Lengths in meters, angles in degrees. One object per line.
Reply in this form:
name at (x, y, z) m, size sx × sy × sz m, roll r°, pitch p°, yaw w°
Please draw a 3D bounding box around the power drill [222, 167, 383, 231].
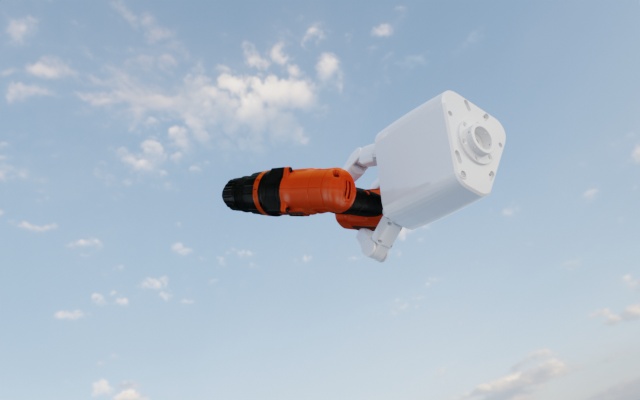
power drill at (0.001, 0.002, 0.575) m, size 0.184 × 0.057 × 0.188 m, roll 1°, pitch -6°, yaw 41°
